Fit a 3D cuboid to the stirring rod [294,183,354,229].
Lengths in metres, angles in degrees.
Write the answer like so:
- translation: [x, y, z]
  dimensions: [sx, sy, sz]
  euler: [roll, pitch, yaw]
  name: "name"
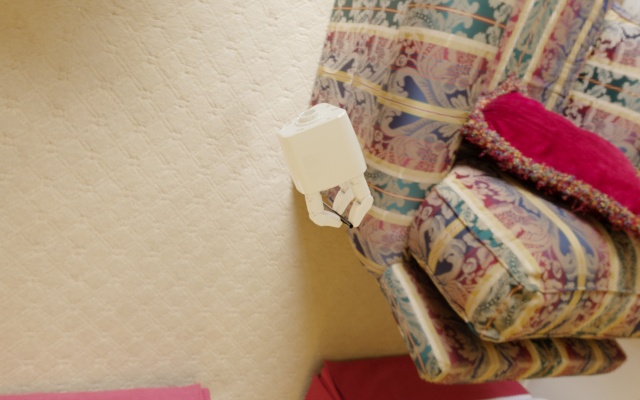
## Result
- translation: [0.000, 0.003, 0.886]
  dimensions: [0.011, 0.011, 0.239]
  euler: [0, 19, -27]
  name: "stirring rod"
